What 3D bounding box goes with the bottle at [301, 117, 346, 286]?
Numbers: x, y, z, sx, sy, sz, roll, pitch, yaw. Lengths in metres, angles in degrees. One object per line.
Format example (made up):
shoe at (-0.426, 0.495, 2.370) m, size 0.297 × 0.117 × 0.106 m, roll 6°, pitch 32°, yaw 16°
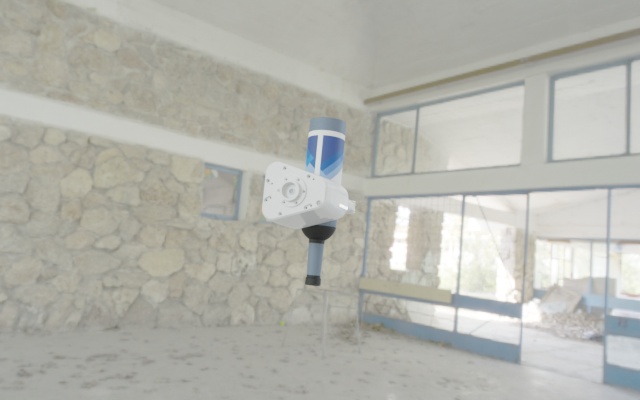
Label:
bottle at (0.000, 0.003, 0.853) m, size 0.069 × 0.295 × 0.069 m, roll 5°, pitch -7°, yaw 1°
